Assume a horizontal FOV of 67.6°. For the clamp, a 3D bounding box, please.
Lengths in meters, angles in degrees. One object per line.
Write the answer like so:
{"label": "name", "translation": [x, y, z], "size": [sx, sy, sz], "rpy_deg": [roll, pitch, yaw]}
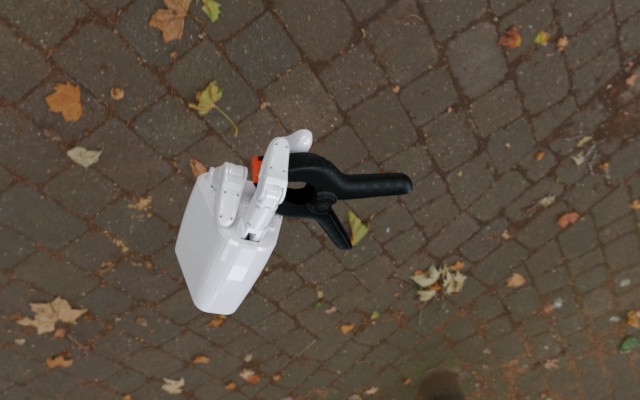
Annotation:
{"label": "clamp", "translation": [0.000, 0.002, 0.502], "size": [0.171, 0.120, 0.039], "rpy_deg": [14, 34, -24]}
